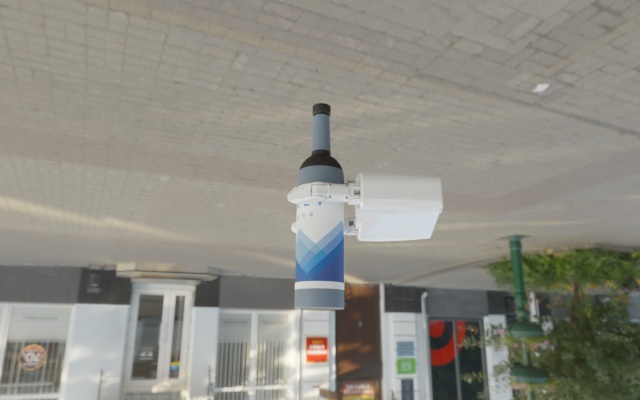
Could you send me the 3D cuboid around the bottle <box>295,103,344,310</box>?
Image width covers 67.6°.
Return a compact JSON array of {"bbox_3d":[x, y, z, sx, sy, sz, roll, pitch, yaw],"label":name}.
[{"bbox_3d":[0.000,0.002,0.674,0.069,0.295,0.069,1,-15,0],"label":"bottle"}]
